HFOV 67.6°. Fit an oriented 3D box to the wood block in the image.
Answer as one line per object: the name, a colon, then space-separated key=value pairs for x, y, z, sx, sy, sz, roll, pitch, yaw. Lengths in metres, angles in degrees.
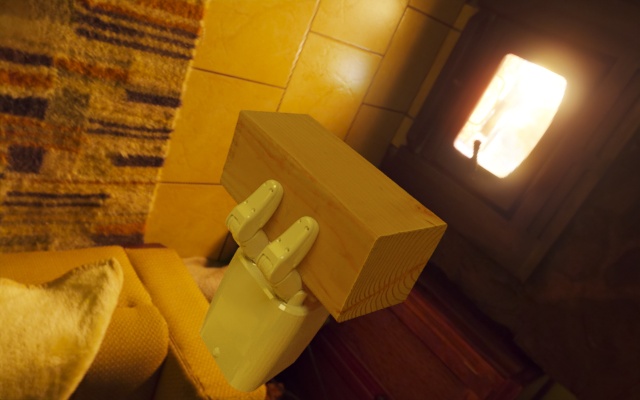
wood block: x=0.000 y=0.002 z=0.449 sx=0.091 sy=0.090 sz=0.206 roll=-5 pitch=37 yaw=-42
